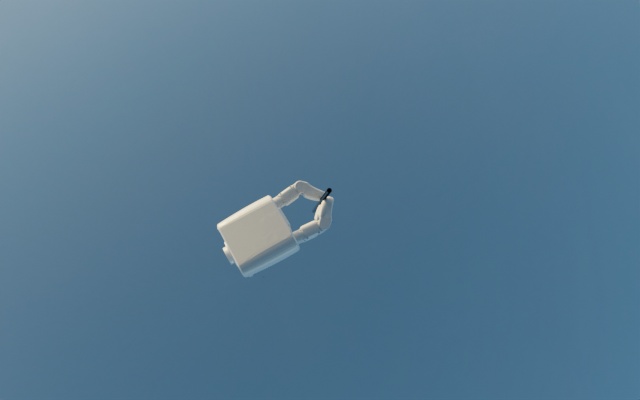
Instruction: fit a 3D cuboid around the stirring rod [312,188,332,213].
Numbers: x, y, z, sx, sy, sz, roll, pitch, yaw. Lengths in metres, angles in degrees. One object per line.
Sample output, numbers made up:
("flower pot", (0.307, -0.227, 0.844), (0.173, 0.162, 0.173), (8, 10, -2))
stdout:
("stirring rod", (0.000, 0.003, 0.872), (0.011, 0.011, 0.239), (0, -9, -7))
